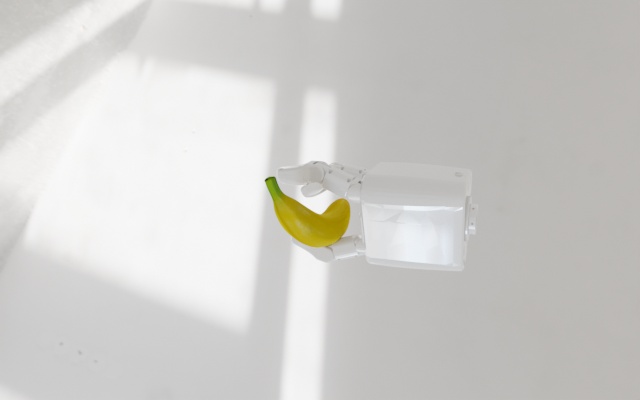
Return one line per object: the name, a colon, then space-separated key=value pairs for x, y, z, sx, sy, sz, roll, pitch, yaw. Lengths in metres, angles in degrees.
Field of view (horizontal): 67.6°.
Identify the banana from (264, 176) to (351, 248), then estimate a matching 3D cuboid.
banana: x=0.000 y=0.020 z=0.547 sx=0.037 sy=0.069 sz=0.198 roll=-6 pitch=-10 yaw=22
